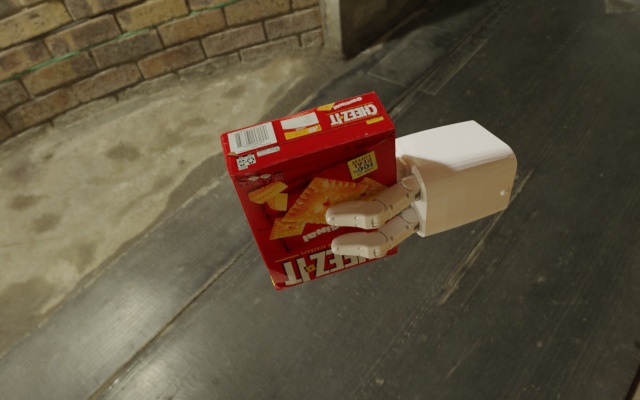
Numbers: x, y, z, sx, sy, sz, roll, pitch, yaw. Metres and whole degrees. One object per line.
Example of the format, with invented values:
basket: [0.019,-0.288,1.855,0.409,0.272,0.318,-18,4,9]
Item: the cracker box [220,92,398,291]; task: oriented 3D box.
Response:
cracker box: [0.000,0.002,0.534,0.164,0.072,0.214,-16,-41,-4]
